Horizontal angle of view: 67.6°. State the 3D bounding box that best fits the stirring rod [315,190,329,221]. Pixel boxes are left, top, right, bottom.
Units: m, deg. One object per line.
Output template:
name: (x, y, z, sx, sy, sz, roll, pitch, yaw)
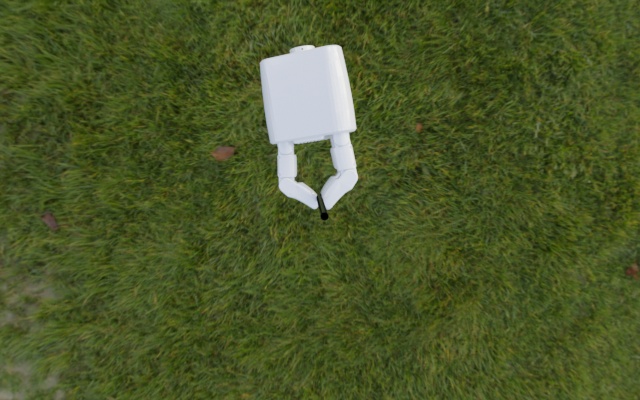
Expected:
stirring rod: (0.000, 0.002, 0.574, 0.011, 0.011, 0.239, 0, 6, -2)
